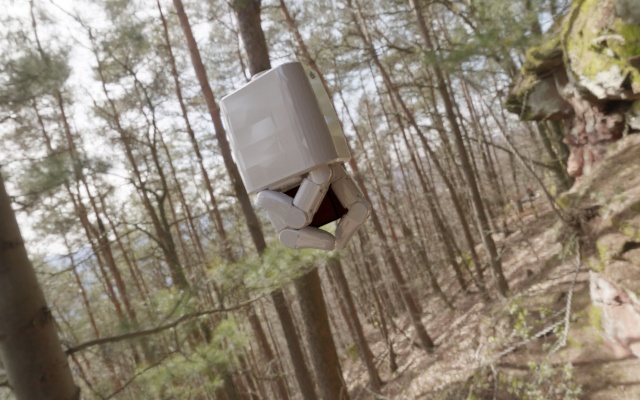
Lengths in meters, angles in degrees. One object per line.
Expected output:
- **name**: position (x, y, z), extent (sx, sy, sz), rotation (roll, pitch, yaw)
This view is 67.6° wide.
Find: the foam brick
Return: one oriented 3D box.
- **foam brick**: position (0.000, 0.002, 0.550), extent (0.053, 0.051, 0.078), rotation (-24, -2, 17)
